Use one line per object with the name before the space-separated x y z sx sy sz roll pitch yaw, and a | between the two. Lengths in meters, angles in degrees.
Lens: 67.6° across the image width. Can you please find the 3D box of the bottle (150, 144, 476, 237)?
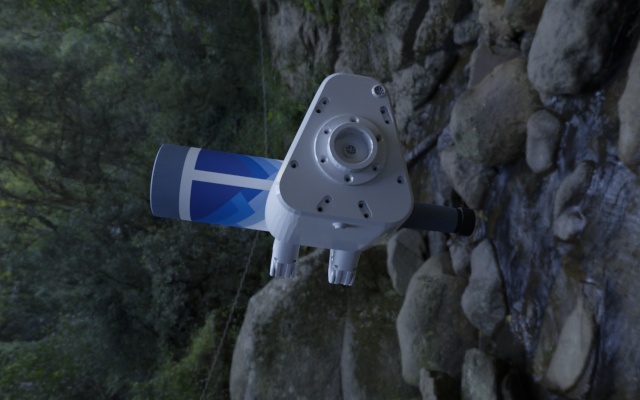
bottle | 0.000 0.001 0.448 0.296 0.069 0.069 8 -1 -6
